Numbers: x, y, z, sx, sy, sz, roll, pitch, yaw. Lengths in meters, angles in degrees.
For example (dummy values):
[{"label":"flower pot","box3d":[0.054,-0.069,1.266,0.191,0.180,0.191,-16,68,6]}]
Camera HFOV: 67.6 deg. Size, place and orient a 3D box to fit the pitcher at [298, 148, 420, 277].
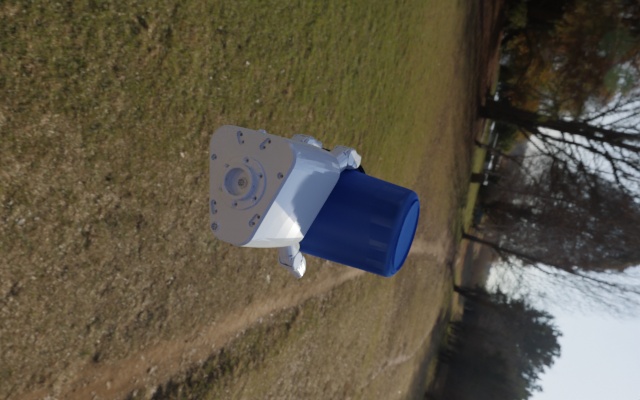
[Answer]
[{"label":"pitcher","box3d":[0.000,0.002,0.613,0.243,0.149,0.145,17,1,22]}]
